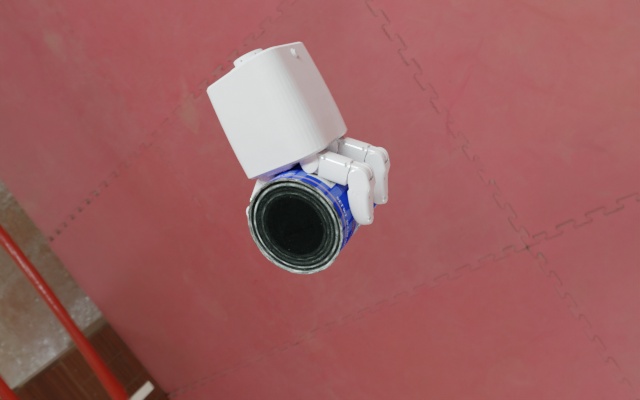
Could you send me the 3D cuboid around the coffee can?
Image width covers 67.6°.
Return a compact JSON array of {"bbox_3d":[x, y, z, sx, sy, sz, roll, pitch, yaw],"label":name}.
[{"bbox_3d":[0.000,0.002,0.523,0.103,0.103,0.140,0,21,24],"label":"coffee can"}]
